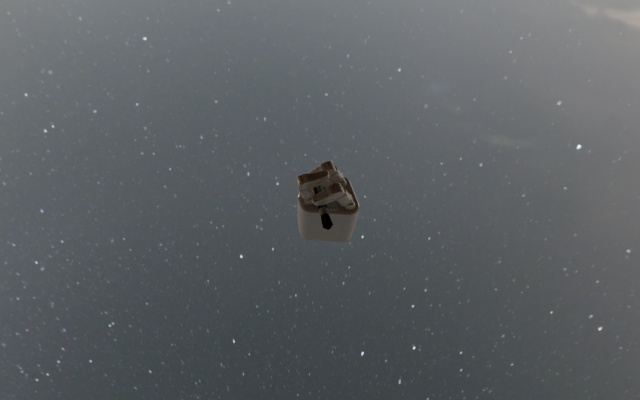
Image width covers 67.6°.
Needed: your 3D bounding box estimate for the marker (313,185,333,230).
[{"bbox_3d":[0.000,0.003,0.883,0.020,0.121,0.020,-11,-36,-8],"label":"marker"}]
